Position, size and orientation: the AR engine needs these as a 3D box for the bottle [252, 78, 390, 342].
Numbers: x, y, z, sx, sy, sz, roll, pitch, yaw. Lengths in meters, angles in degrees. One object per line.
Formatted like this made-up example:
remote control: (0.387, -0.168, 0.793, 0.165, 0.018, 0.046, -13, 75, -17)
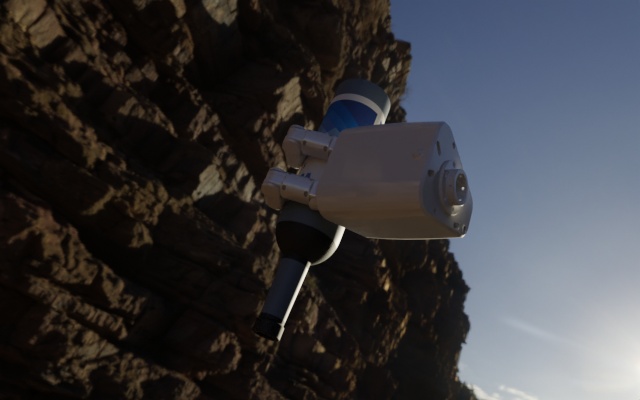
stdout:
bottle: (0.000, 0.001, 0.500, 0.069, 0.295, 0.069, 18, -27, 9)
